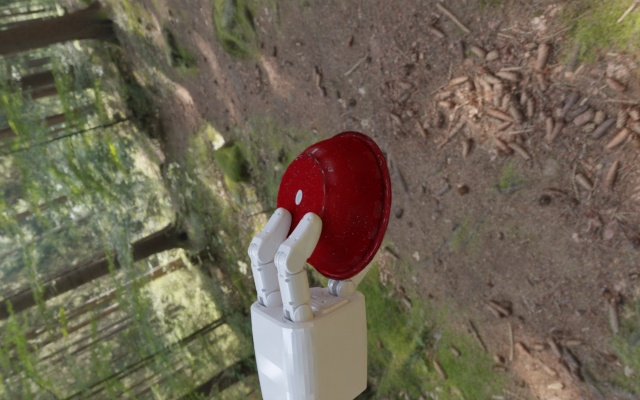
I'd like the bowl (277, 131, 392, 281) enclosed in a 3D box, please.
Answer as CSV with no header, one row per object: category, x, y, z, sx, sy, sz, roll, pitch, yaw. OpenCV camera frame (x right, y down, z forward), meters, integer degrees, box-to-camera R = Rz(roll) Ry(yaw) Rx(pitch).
bowl,0.000,0.000,0.501,0.055,0.162,0.162,8,-5,-34
